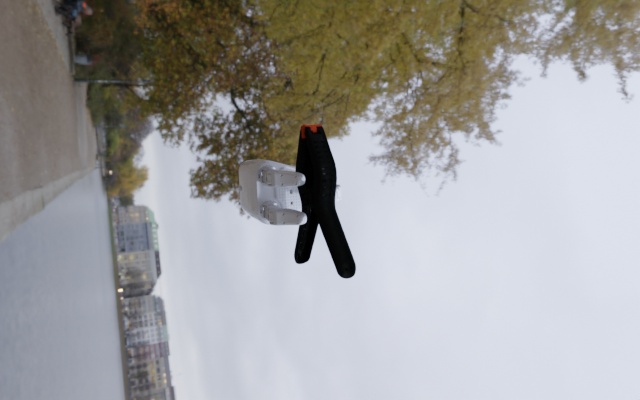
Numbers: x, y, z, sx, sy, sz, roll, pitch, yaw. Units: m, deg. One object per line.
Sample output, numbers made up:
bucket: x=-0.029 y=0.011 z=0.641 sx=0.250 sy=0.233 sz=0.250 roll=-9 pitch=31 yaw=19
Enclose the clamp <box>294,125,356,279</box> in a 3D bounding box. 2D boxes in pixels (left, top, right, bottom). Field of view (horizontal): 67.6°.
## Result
clamp: x=0.001 y=0.001 z=0.652 sx=0.036 sy=0.210 sz=0.164 roll=-6 pitch=9 yaw=-26
